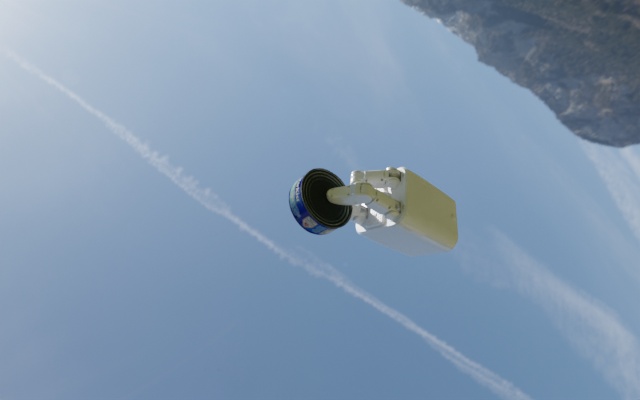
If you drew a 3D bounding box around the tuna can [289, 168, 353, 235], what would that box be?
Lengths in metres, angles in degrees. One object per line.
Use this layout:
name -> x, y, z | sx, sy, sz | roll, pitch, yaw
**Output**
tuna can -> 0.000, 0.002, 0.641 | 0.086, 0.086, 0.034 | 0, -22, -41
